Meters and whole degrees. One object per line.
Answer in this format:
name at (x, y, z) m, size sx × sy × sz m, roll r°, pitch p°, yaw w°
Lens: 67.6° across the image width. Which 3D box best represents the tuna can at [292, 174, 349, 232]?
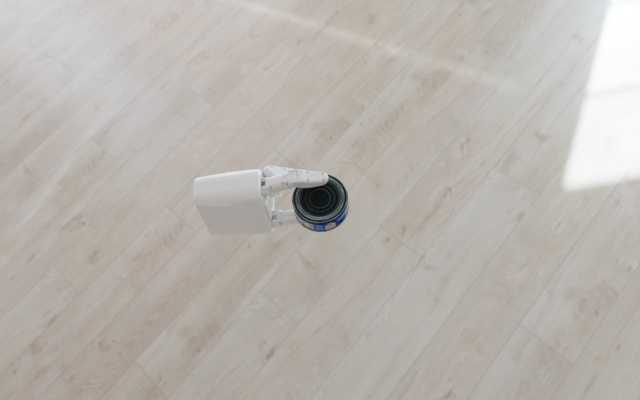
tuna can at (0.000, 0.002, 0.724) m, size 0.086 × 0.086 × 0.034 m, roll 0°, pitch -25°, yaw 4°
